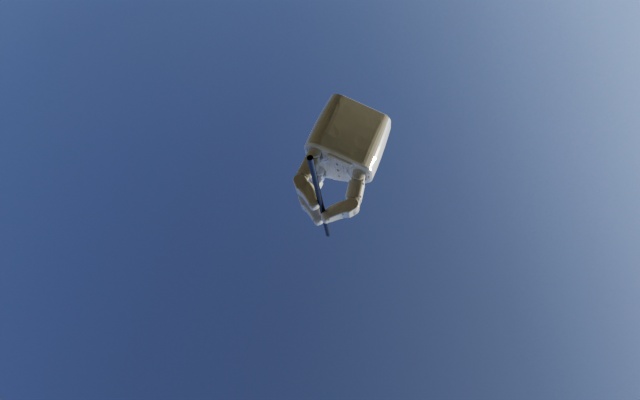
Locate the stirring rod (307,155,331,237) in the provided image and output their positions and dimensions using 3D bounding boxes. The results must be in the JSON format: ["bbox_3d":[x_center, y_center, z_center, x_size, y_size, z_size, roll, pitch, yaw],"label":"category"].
[{"bbox_3d":[0.000,0.002,0.683,0.011,0.011,0.240,0,-27,7],"label":"stirring rod"}]
